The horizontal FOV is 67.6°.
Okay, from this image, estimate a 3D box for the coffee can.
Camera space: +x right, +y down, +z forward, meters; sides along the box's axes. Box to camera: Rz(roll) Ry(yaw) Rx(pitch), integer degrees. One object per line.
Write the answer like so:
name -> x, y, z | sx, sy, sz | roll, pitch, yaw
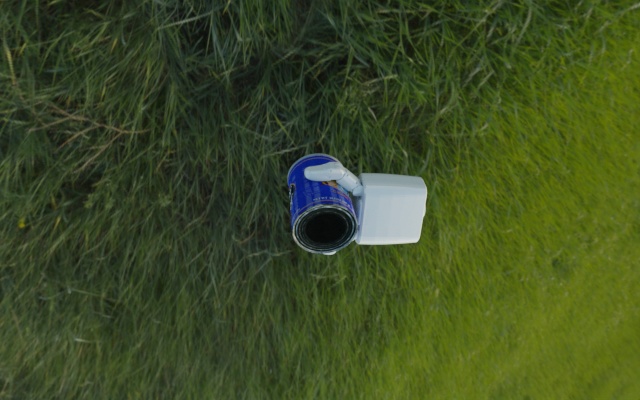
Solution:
coffee can -> 0.000, 0.002, 0.789 | 0.103, 0.103, 0.140 | 0, 38, -8
